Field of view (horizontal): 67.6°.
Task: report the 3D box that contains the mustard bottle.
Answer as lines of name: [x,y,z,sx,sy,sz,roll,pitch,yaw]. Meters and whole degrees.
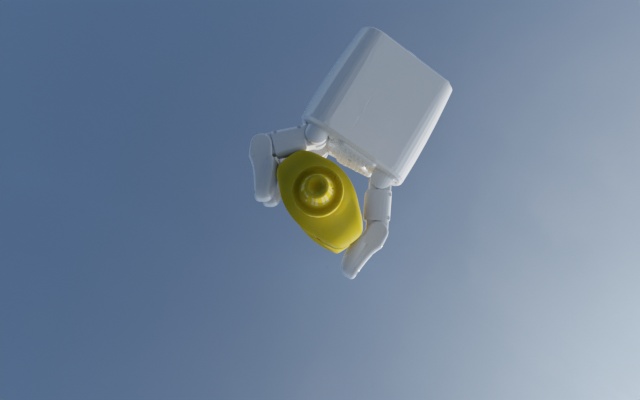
mustard bottle: [0.000,0.002,0.445,0.058,0.096,0.191,-34,-7,-3]
